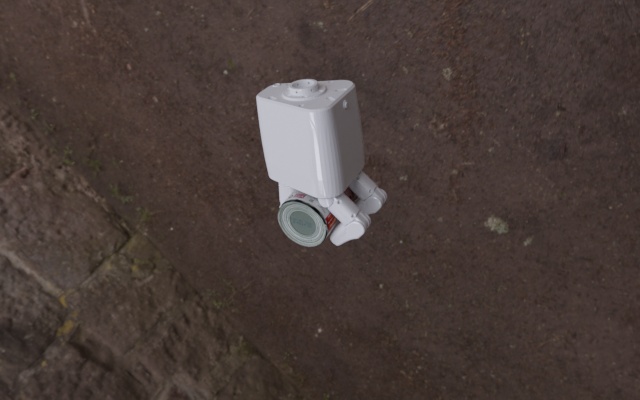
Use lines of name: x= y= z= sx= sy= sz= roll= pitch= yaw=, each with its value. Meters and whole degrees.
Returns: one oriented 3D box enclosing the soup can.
soup can: x=0.000 y=0.003 z=0.598 sx=0.068 sy=0.068 sz=0.102 roll=0 pitch=32 yaw=32
